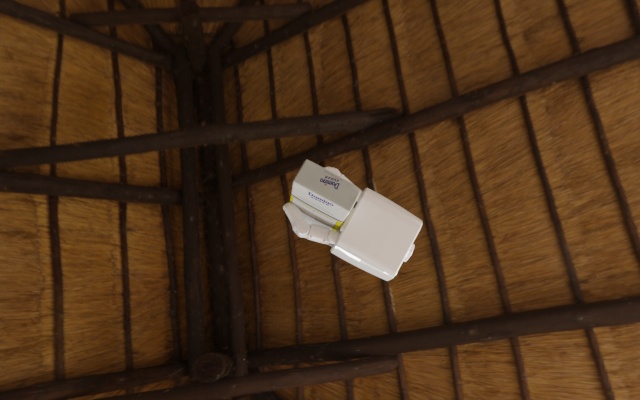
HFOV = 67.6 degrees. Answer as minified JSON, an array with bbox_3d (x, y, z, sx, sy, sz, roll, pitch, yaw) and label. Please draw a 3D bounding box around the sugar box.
[{"bbox_3d":[0.000,0.002,0.750,0.093,0.048,0.176,29,-20,1],"label":"sugar box"}]
